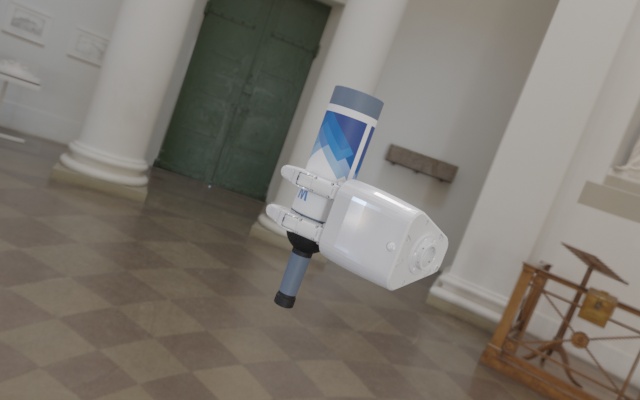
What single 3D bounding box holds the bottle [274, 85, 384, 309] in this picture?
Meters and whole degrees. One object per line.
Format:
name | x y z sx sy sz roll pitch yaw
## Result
bottle | 0.000 0.002 0.626 0.069 0.296 0.069 20 6 -2
